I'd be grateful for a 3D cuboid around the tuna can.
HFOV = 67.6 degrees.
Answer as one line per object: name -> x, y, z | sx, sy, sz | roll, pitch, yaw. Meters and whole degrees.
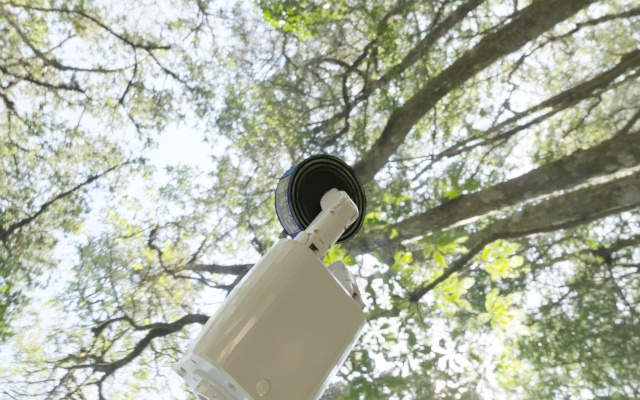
tuna can -> 0.000, 0.002, 0.453 | 0.086, 0.086, 0.034 | 0, -12, -33
